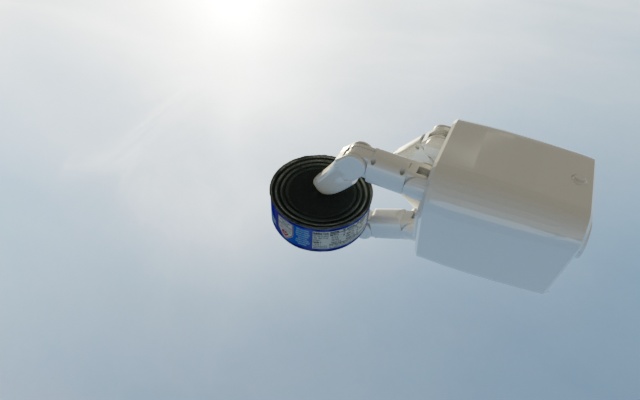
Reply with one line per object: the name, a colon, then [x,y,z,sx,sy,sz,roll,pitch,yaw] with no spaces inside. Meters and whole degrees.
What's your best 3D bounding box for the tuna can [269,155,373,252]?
tuna can: [0.000,0.002,0.406,0.086,0.086,0.034,0,-43,-3]
